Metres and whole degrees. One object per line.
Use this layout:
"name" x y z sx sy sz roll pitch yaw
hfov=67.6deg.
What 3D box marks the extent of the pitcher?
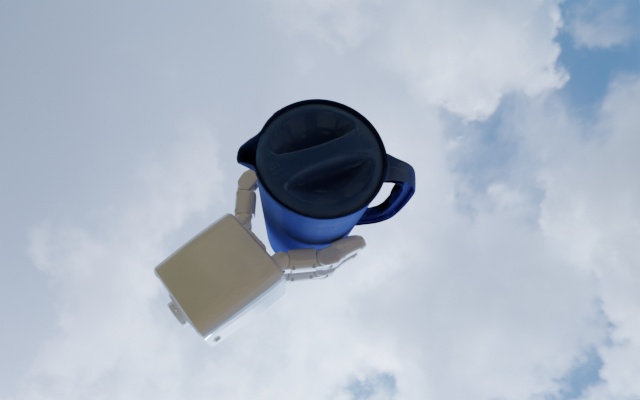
"pitcher" 0.000 0.002 0.572 0.145 0.149 0.243 -39 -14 -19
